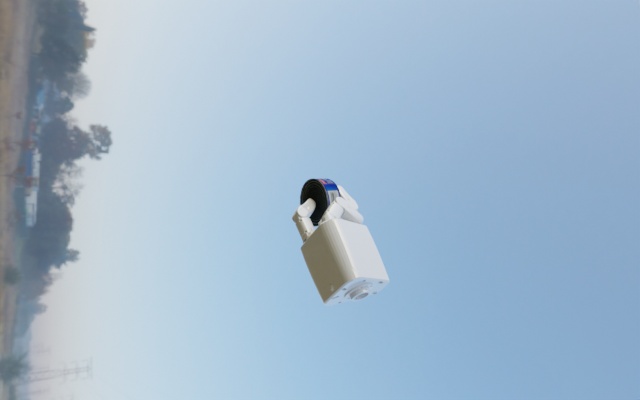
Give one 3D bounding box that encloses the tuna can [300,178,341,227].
[{"bbox_3d":[0.001,0.003,0.857,0.034,0.086,0.086,-4,2,-36],"label":"tuna can"}]
